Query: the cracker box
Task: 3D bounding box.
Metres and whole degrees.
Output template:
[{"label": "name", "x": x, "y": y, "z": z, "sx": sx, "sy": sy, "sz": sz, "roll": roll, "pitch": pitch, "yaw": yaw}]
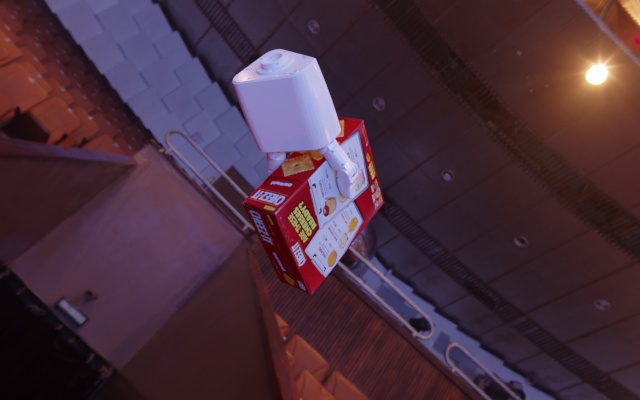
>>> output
[{"label": "cracker box", "x": 0.000, "y": 0.002, "z": 0.705, "sx": 0.072, "sy": 0.164, "sz": 0.213, "roll": 15, "pitch": 49, "yaw": 37}]
